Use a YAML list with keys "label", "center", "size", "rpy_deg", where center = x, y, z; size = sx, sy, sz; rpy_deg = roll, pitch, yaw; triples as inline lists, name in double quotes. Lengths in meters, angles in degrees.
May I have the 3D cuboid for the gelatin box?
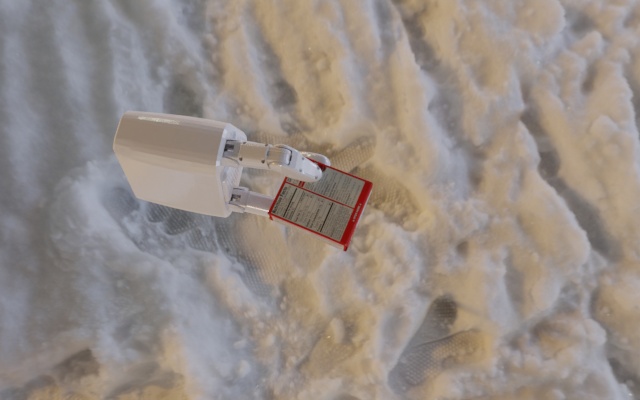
- label: "gelatin box"
  center: [0.000, 0.002, 0.495]
  size: [0.089, 0.073, 0.030]
  rpy_deg: [22, -16, 9]
